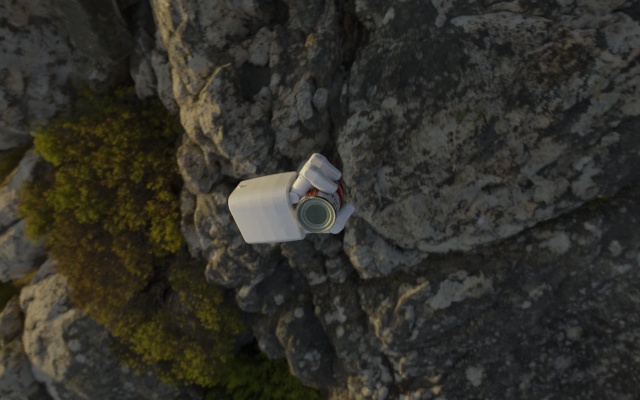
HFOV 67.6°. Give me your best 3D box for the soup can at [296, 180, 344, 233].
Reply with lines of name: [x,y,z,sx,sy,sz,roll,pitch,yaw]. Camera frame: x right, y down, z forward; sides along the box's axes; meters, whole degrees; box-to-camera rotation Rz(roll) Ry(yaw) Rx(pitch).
soup can: [0.001,0.003,0.804,0.068,0.068,0.102,0,25,10]
